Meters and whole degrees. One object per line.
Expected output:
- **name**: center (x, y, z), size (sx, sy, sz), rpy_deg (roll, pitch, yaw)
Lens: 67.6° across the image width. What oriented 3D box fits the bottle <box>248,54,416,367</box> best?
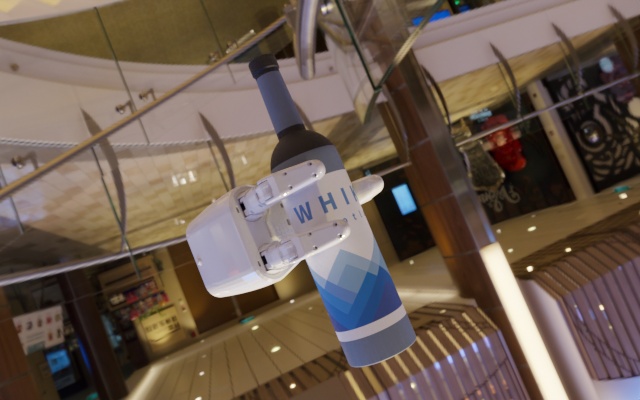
- **bottle**: center (0.000, 0.002, 0.446), size (0.069, 0.295, 0.069), rpy_deg (-23, -4, -2)
